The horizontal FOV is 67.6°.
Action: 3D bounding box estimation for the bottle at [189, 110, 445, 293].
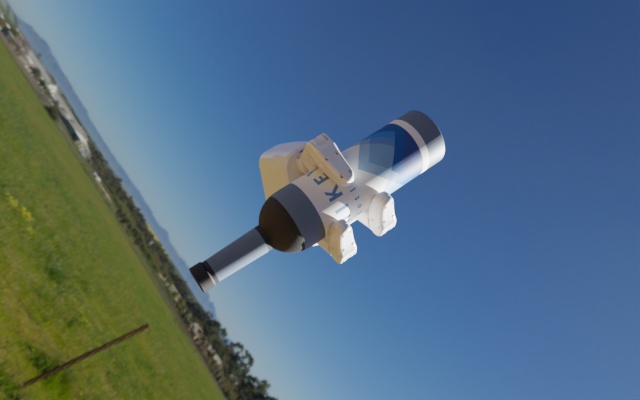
[{"bbox_3d":[0.000,0.001,0.498,0.295,0.069,0.069,-32,11,-18],"label":"bottle"}]
